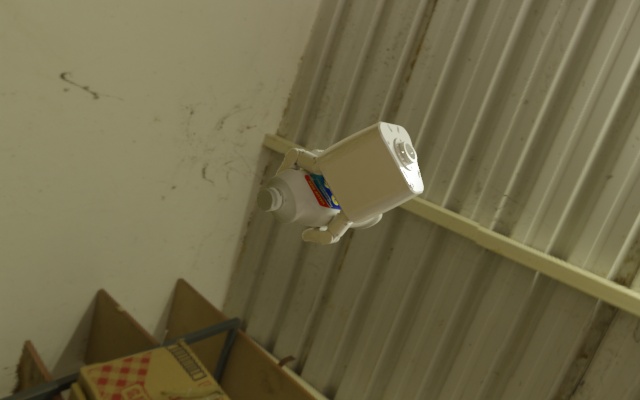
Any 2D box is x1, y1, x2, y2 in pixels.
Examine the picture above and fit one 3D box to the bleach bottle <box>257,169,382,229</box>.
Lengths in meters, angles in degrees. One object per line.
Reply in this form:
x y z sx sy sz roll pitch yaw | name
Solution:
0.000 0.002 0.725 0.068 0.102 0.251 -25 -11 32 | bleach bottle
